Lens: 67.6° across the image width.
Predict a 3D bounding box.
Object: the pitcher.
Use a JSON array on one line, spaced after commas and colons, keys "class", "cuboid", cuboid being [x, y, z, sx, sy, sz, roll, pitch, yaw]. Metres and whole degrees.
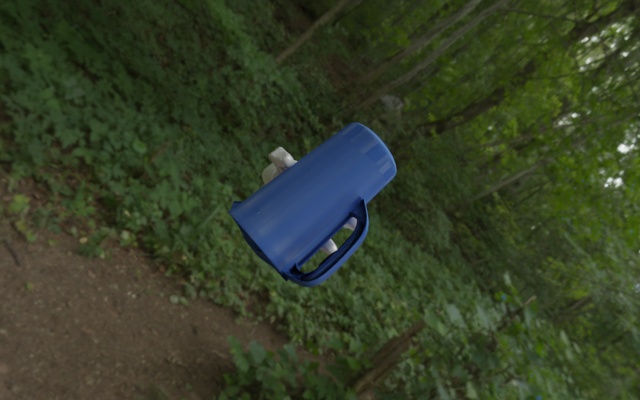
[{"class": "pitcher", "cuboid": [0.000, 0.002, 0.710, 0.243, 0.149, 0.145, -40, 15, -10]}]
